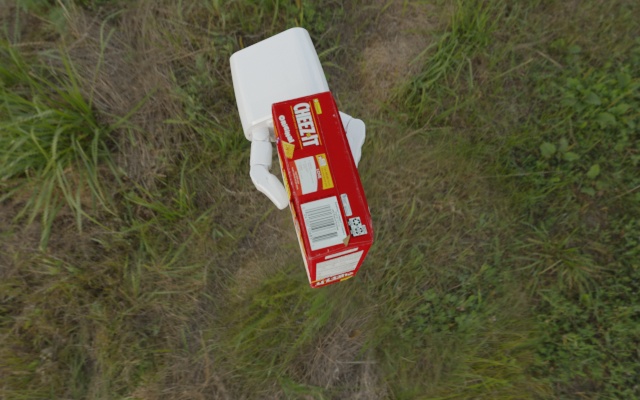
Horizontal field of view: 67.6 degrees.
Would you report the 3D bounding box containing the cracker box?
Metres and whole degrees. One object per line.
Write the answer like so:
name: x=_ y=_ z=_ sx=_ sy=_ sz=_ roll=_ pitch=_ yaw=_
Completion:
cracker box: x=0.000 y=0.002 z=0.551 sx=0.072 sy=0.164 sz=0.214 roll=-14 pitch=-17 yaw=-4
